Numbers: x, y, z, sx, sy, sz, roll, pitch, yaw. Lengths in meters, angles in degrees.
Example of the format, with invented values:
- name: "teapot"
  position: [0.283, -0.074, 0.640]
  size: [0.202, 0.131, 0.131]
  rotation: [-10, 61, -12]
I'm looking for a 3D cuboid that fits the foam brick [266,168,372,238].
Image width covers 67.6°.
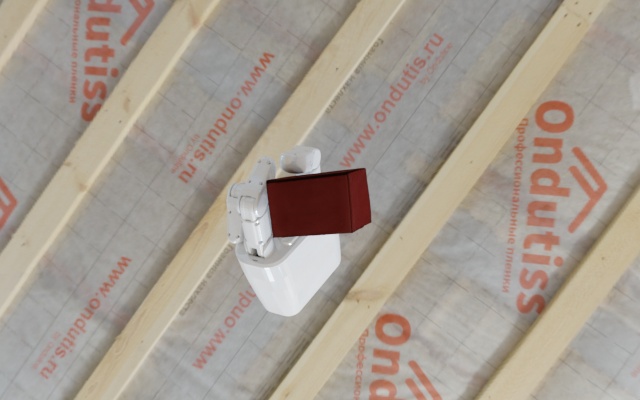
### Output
- name: "foam brick"
  position: [0.000, 0.001, 0.421]
  size: [0.078, 0.051, 0.053]
  rotation: [-5, 5, 25]
